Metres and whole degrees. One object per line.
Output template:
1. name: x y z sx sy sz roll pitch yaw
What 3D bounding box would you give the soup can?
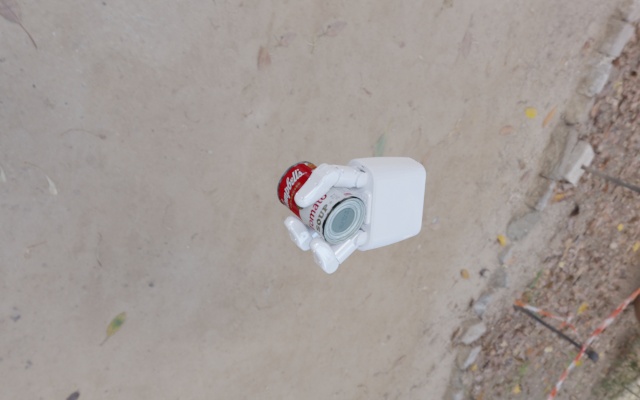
1. soup can: 0.000 0.002 0.605 0.068 0.068 0.102 0 28 -43
